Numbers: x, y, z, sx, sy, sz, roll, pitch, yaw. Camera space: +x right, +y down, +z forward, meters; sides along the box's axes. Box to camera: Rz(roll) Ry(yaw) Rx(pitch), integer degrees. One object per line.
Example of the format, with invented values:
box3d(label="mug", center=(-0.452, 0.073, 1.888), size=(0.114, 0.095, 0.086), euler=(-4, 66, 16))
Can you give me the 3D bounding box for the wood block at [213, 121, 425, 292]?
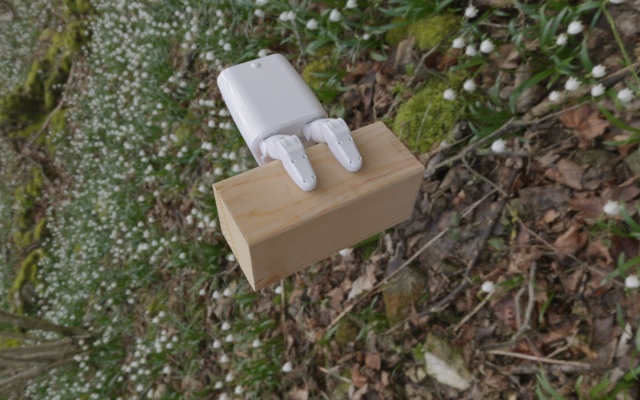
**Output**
box3d(label="wood block", center=(0.000, 0.002, 0.526), size=(0.206, 0.090, 0.091), euler=(-23, -34, -20))
